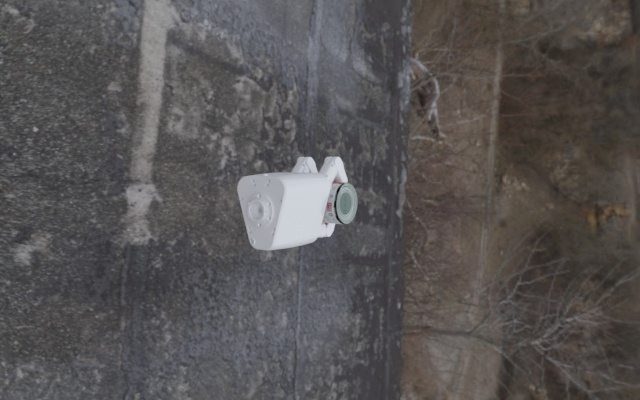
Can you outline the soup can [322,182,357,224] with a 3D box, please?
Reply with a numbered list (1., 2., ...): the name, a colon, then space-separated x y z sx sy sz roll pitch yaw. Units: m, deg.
1. soup can: 0.001 0.003 0.779 0.102 0.068 0.068 3 1 34
